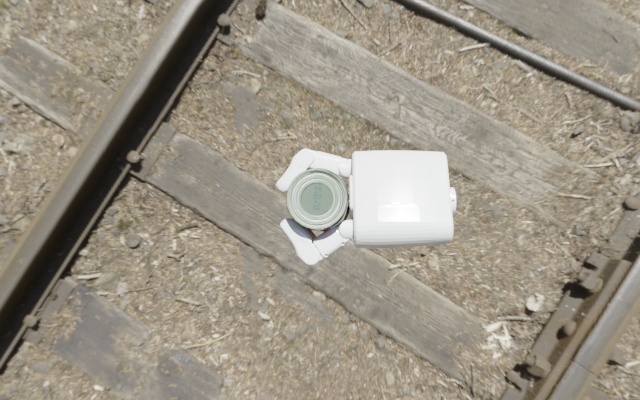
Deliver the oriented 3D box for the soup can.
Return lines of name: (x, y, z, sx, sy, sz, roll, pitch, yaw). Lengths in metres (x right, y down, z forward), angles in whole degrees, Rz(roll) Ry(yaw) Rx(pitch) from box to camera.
soup can: (0.000, 0.002, 0.550, 0.068, 0.068, 0.102, 0, -4, 4)
